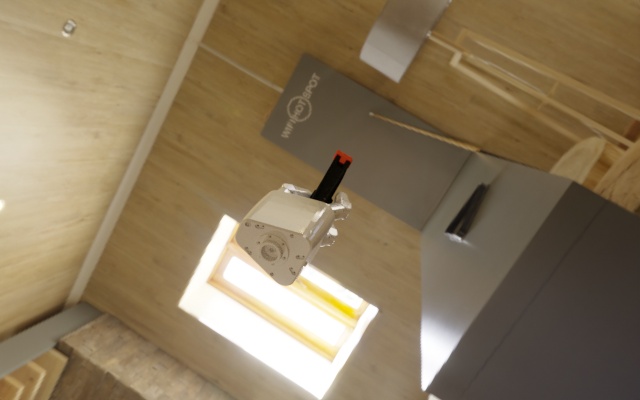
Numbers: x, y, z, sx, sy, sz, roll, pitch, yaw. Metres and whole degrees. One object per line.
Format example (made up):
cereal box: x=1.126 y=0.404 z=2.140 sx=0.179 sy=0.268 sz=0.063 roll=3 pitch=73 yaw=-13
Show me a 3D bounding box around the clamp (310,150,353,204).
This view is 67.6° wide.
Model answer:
clamp: x=0.000 y=0.002 z=0.803 sx=0.036 sy=0.210 sz=0.164 roll=30 pitch=27 yaw=3
